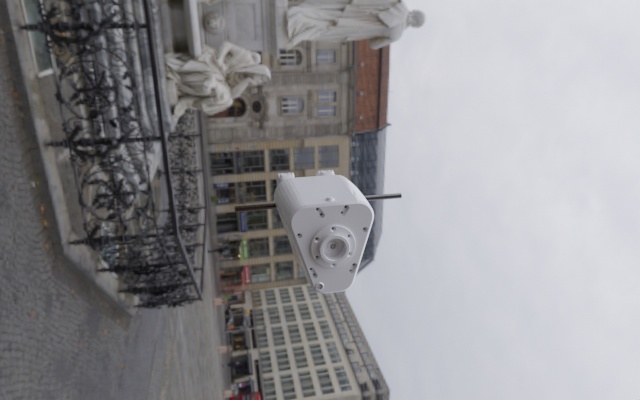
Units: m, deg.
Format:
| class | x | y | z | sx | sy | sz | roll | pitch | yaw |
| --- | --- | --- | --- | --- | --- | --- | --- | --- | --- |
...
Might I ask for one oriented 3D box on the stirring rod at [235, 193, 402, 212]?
| class | x | y | z | sx | sy | sz | roll | pitch | yaw |
| --- | --- | --- | --- | --- | --- | --- | --- | --- | --- |
| stirring rod | 0.000 | 0.002 | 0.678 | 0.239 | 0.011 | 0.011 | -5 | 1 | -11 |
